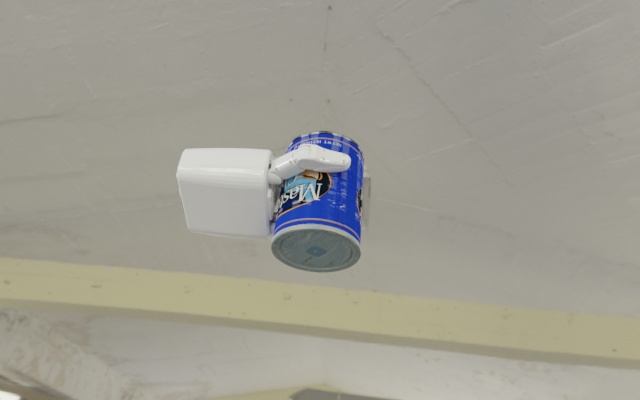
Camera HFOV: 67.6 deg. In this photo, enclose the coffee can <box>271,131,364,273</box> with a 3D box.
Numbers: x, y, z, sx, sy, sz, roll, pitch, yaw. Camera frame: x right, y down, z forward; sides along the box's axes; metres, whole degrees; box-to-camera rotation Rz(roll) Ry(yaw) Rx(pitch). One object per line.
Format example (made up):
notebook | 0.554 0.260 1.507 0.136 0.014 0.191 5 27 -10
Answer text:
coffee can | 0.000 0.002 0.579 0.103 0.140 0.103 4 -34 3
